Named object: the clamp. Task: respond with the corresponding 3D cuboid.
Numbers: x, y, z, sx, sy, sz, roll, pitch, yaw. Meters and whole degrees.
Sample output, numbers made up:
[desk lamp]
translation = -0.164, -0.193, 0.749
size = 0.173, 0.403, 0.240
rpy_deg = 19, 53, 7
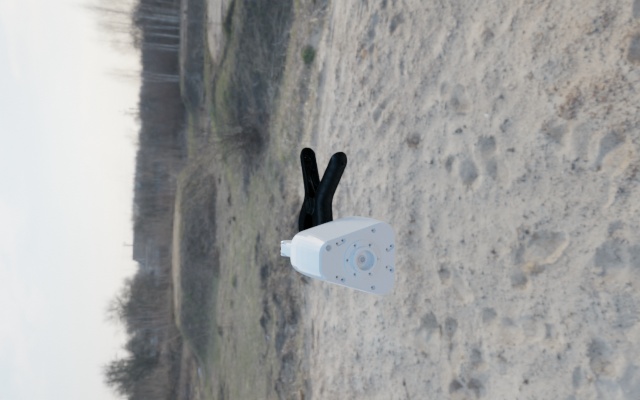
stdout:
[clamp]
translation = -0.001, 0.002, 0.702
size = 0.039, 0.171, 0.120
rpy_deg = 0, 0, -22
